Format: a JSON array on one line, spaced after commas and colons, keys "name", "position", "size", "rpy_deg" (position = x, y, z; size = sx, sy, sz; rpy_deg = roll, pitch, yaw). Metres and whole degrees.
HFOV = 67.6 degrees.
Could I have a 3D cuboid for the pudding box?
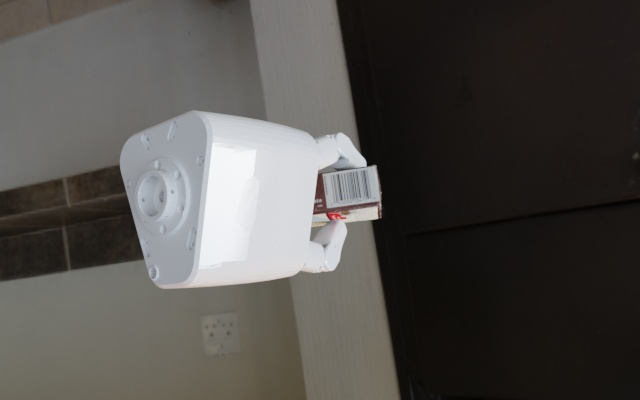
[{"name": "pudding box", "position": [0.000, 0.002, 0.446], "size": [0.113, 0.039, 0.090], "rpy_deg": [-6, -9, 6]}]
